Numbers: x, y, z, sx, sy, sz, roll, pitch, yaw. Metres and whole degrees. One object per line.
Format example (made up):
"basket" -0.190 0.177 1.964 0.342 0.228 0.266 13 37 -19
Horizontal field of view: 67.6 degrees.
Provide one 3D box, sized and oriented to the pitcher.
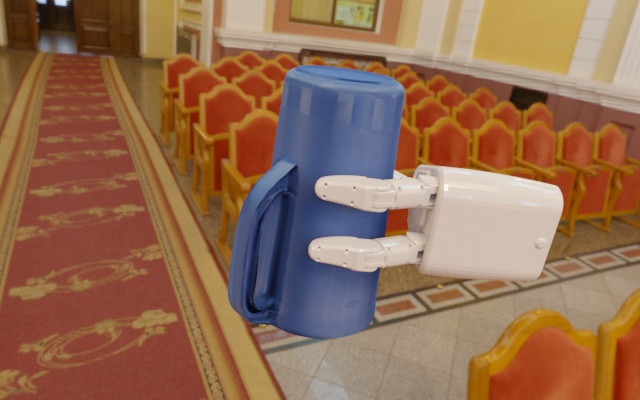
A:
"pitcher" 0.000 0.002 0.457 0.145 0.243 0.149 7 21 -1
